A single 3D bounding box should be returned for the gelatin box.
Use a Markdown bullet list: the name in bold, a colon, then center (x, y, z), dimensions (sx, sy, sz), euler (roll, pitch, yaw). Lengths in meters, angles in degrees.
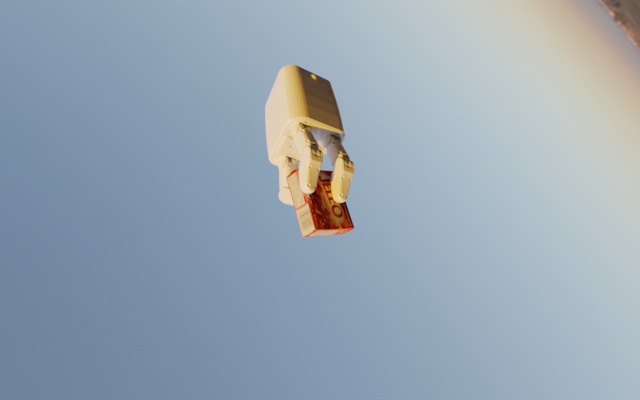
- **gelatin box**: center (0.000, 0.003, 0.637), dimensions (0.073, 0.089, 0.030), euler (1, -24, -44)
